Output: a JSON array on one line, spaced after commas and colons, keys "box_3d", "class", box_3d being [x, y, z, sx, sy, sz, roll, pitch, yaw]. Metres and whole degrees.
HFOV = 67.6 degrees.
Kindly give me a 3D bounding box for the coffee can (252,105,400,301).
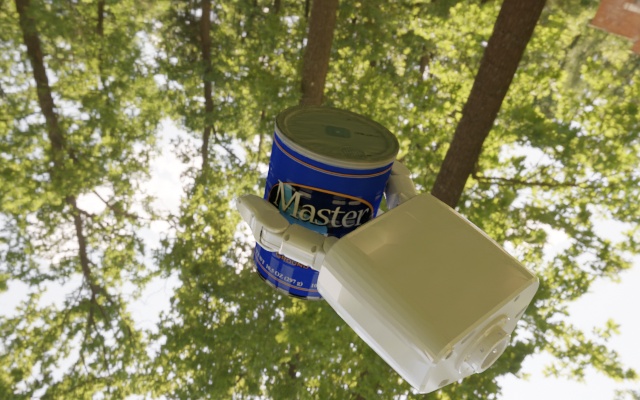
[{"box_3d": [0.000, 0.001, 0.420, 0.103, 0.140, 0.102, 10, 31, -6], "class": "coffee can"}]
